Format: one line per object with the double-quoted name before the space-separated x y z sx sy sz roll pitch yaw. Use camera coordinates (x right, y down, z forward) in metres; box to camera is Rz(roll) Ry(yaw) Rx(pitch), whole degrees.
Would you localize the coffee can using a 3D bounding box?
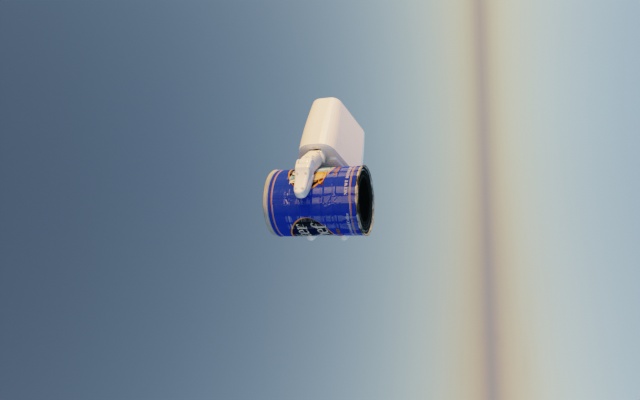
"coffee can" 0.000 0.002 0.705 0.140 0.103 0.103 -2 -1 19
